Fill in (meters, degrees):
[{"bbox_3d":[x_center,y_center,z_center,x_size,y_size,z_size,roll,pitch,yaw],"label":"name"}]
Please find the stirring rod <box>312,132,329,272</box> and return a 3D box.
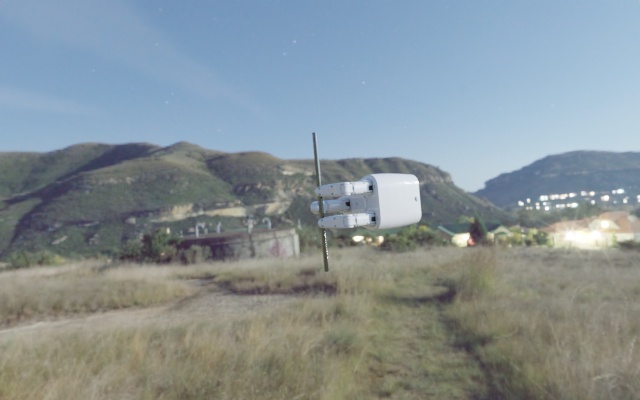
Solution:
[{"bbox_3d":[0.000,0.003,0.824,0.011,0.239,0.011,-5,0,0],"label":"stirring rod"}]
